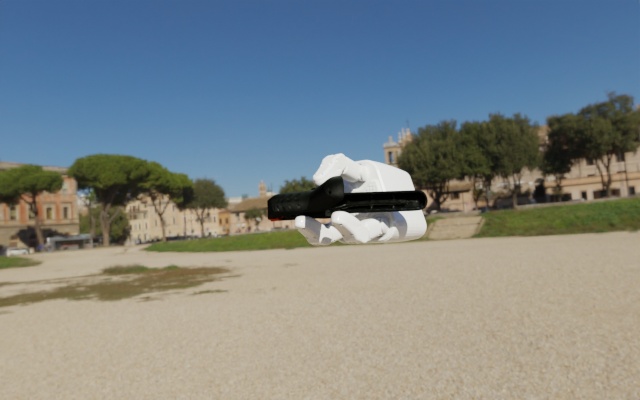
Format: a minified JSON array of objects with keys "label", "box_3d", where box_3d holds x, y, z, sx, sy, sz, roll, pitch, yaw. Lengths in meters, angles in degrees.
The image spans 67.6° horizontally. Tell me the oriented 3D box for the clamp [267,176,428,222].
[{"label":"clamp","box_3d":[0.000,0.001,0.578,0.210,0.036,0.164,-7,-11,37]}]
